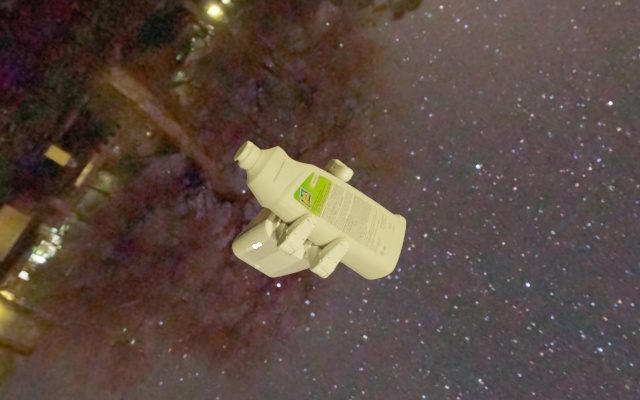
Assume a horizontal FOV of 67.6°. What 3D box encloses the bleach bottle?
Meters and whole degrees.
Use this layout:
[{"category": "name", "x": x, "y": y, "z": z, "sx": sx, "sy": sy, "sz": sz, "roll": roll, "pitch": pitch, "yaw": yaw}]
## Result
[{"category": "bleach bottle", "x": 0.000, "y": 0.002, "z": 0.626, "sx": 0.251, "sy": 0.102, "sz": 0.068, "roll": 36, "pitch": -38, "yaw": -22}]
